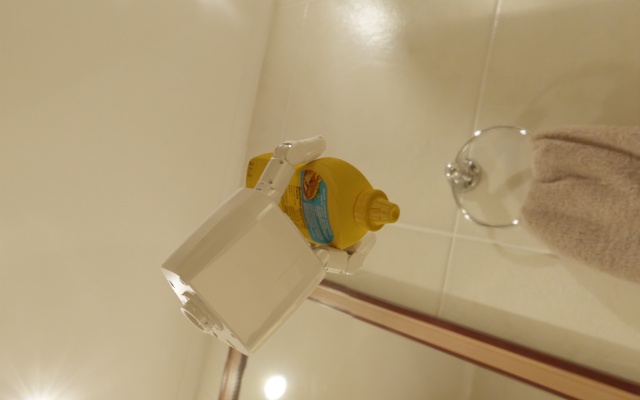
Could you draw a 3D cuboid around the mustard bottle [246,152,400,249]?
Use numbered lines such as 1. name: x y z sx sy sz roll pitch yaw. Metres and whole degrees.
1. mustard bottle: 0.000 0.001 0.504 0.191 0.096 0.058 9 23 44
